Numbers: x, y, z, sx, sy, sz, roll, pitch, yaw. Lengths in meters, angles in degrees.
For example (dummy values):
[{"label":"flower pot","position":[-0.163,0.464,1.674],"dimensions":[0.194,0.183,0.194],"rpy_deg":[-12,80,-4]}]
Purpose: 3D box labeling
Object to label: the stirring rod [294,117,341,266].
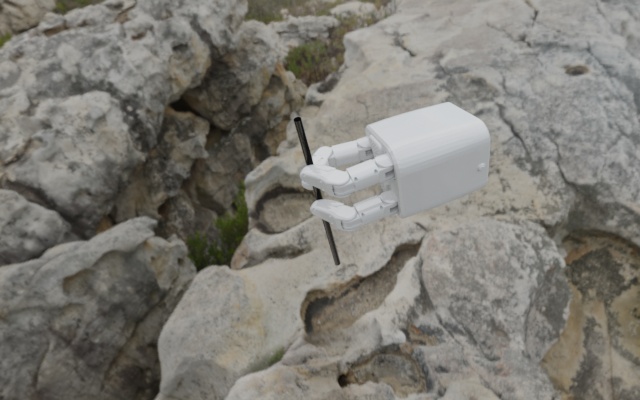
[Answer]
[{"label":"stirring rod","position":[0.000,0.002,0.559],"dimensions":[0.011,0.011,0.240],"rpy_deg":[0,-43,15]}]
